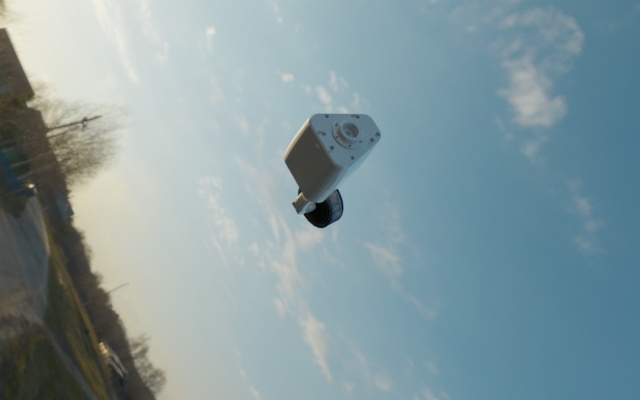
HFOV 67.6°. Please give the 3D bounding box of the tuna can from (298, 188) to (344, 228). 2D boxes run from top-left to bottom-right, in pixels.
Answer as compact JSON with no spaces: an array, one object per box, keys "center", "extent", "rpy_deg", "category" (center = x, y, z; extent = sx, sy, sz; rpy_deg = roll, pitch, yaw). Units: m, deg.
[{"center":[0.001,0.003,0.825],"extent":[0.033,0.086,0.086],"rpy_deg":[-25,15,-35],"category":"tuna can"}]
